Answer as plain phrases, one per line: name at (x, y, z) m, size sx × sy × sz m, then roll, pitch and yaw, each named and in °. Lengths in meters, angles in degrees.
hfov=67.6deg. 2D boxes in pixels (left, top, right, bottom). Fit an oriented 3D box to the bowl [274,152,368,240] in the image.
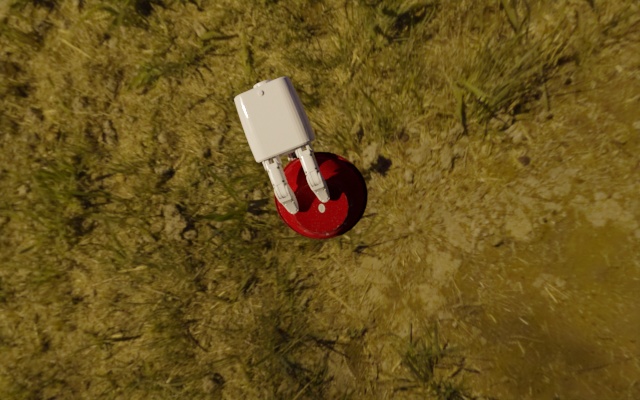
bowl at (0.001, 0.004, 0.801) m, size 0.162 × 0.162 × 0.055 m, roll 0°, pitch 21°, yaw 1°
